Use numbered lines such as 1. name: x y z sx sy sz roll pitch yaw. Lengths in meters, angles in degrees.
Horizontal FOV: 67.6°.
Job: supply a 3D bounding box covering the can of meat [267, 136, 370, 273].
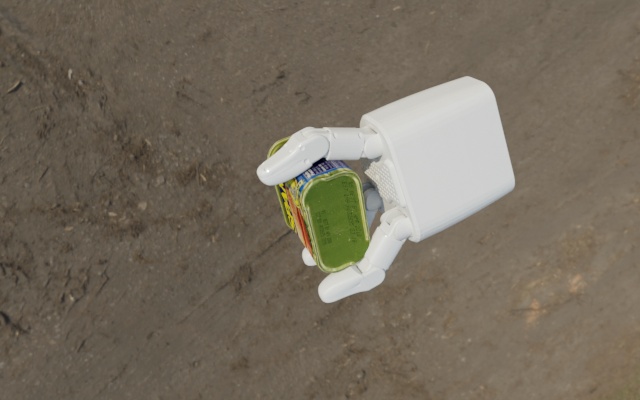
1. can of meat: 0.000 0.001 0.422 0.057 0.102 0.084 -22 34 -13
